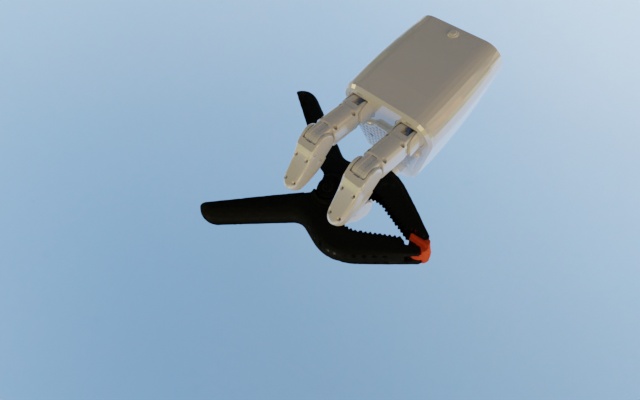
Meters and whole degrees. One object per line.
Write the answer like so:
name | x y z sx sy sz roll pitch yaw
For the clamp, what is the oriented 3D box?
clamp | 0.001 0.002 0.431 0.210 0.164 0.036 38 -11 28
